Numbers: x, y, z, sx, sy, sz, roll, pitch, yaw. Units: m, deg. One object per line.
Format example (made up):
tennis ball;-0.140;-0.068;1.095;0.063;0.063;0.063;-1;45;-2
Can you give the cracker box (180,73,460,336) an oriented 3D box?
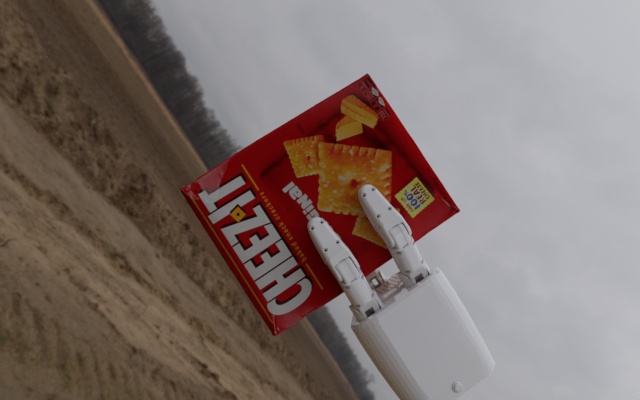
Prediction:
cracker box;0.000;0.001;0.469;0.213;0.164;0.072;-33;0;-8
